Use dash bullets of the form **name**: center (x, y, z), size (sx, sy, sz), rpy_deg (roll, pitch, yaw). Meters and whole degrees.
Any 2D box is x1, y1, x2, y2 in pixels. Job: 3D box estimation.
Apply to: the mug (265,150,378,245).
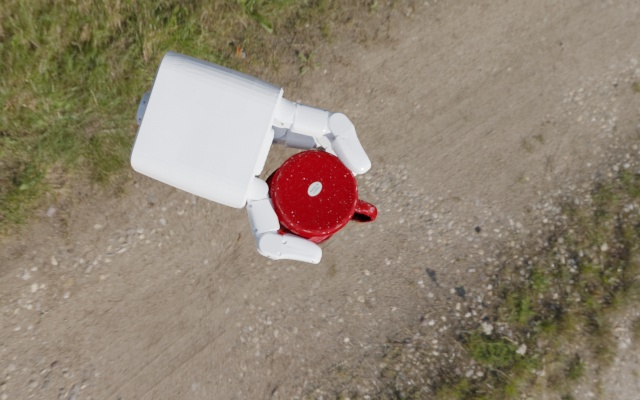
- **mug**: center (0.001, 0.002, 0.472), size (0.117, 0.093, 0.081), rpy_deg (17, -12, -9)
